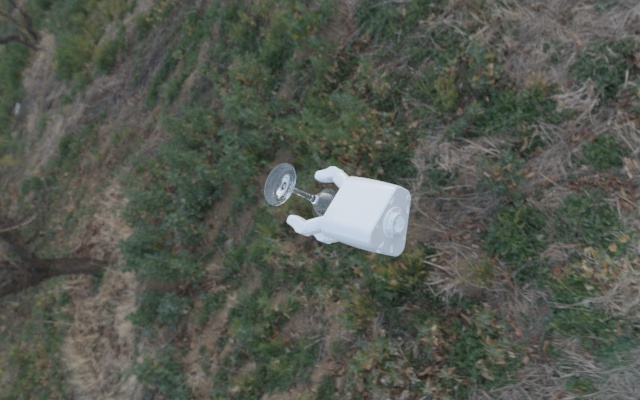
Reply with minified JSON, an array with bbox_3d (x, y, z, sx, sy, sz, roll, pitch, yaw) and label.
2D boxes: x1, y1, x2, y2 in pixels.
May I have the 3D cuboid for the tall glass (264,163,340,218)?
[{"bbox_3d":[0.000,0.002,0.848,0.079,0.079,0.201,0,-17,45],"label":"tall glass"}]
